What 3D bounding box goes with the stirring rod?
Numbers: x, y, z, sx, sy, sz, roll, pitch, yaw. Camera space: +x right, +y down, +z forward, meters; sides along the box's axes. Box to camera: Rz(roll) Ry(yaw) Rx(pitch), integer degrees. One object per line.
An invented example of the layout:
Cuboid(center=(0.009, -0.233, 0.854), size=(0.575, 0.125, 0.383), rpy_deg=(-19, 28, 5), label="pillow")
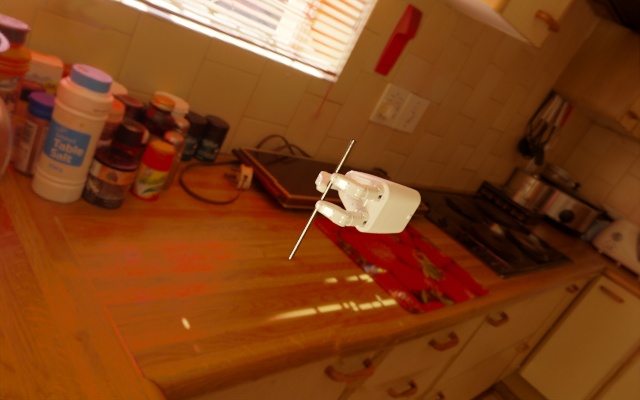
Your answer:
Cuboid(center=(0.000, 0.003, 0.809), size=(0.011, 0.239, 0.011), rpy_deg=(25, 20, -10), label="stirring rod")
